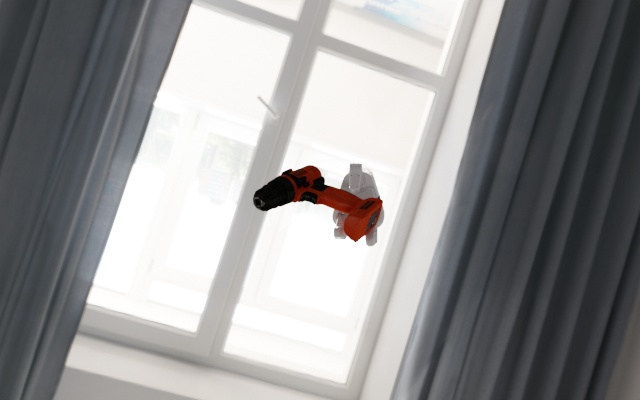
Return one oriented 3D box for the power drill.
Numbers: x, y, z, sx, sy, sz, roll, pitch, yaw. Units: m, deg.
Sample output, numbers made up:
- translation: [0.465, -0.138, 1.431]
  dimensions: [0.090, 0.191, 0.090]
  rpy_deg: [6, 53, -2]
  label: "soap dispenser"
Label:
- translation: [0.001, 0.003, 0.824]
  dimensions: [0.187, 0.057, 0.184]
  rpy_deg: [26, 31, 21]
  label: "power drill"
